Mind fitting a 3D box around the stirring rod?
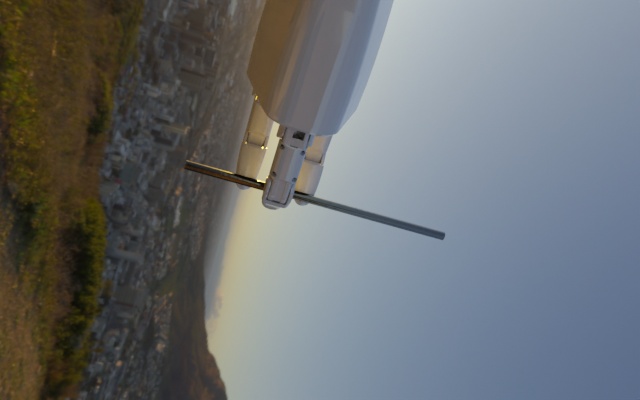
[{"bbox_3d":[0.000,0.001,0.424,0.239,0.011,0.011,16,-3,-10],"label":"stirring rod"}]
